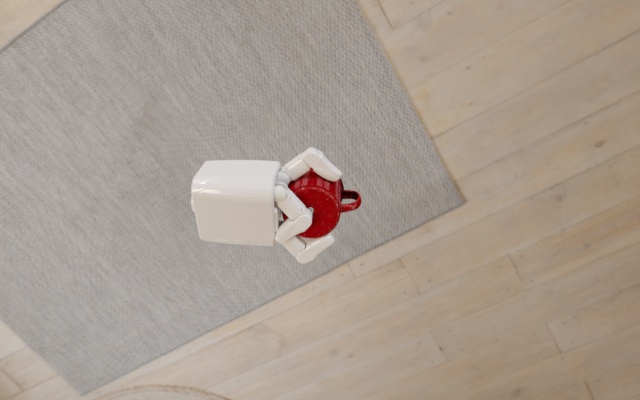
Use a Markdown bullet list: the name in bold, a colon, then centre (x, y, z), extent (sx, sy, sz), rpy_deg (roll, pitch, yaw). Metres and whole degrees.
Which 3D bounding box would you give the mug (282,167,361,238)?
- **mug**: centre (0.002, 0.002, 0.685), extent (0.117, 0.093, 0.081), rpy_deg (1, 24, 1)
